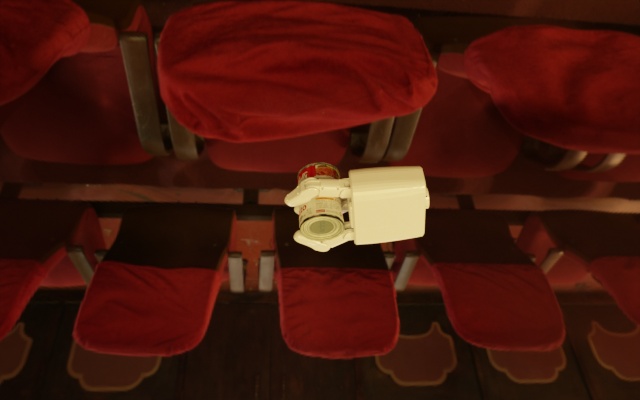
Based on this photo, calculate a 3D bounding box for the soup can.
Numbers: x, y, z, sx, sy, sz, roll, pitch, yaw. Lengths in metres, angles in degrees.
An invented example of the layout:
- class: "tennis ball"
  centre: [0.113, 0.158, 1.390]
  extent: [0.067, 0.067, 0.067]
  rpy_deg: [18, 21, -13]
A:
- class: "soup can"
  centre: [0.000, 0.003, 0.726]
  extent: [0.068, 0.102, 0.069]
  rpy_deg: [-2, -38, -2]
